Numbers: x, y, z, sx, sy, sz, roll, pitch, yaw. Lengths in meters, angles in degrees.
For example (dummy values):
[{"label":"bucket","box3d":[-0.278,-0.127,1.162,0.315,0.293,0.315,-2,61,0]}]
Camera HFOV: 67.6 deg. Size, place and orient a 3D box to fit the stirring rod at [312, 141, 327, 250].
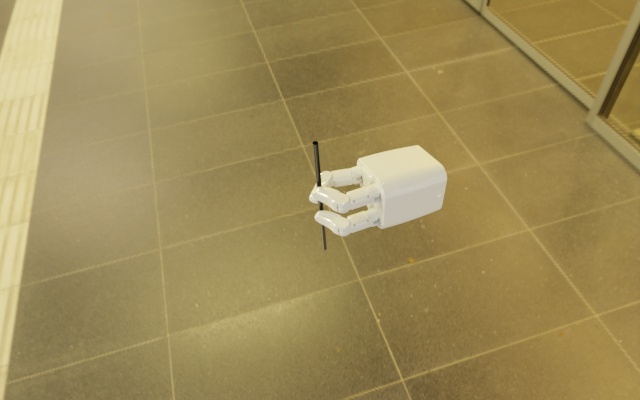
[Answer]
[{"label":"stirring rod","box3d":[0.000,0.002,0.738,0.011,0.011,0.240,0,-42,5]}]
